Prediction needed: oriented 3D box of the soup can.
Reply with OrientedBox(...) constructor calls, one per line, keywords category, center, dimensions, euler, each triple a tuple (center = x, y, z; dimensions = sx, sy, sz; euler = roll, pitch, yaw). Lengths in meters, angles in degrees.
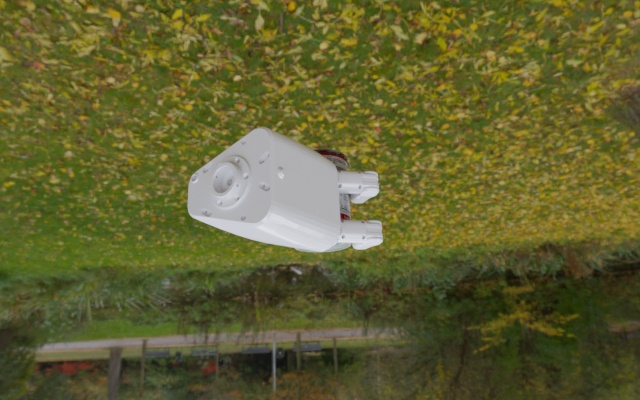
OrientedBox(category="soup can", center=(0.000, 0.002, 0.541), dimensions=(0.068, 0.102, 0.068), euler=(-2, -19, -1))
